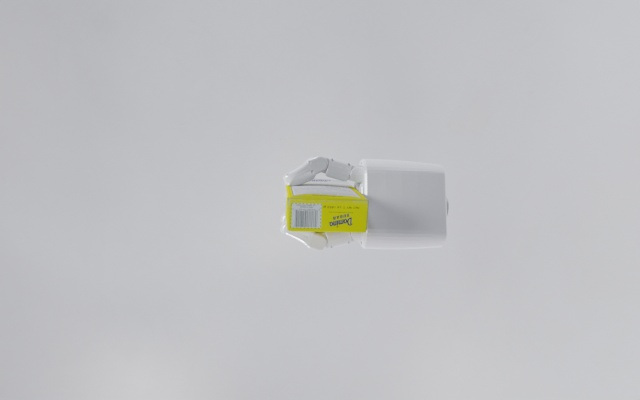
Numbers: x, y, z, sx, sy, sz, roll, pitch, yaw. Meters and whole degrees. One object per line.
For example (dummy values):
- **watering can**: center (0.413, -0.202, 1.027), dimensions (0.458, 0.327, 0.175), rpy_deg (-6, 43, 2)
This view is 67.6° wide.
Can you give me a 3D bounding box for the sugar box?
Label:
- **sugar box**: center (0.000, 0.003, 0.617), dimensions (0.093, 0.048, 0.176), rpy_deg (2, 7, -5)
